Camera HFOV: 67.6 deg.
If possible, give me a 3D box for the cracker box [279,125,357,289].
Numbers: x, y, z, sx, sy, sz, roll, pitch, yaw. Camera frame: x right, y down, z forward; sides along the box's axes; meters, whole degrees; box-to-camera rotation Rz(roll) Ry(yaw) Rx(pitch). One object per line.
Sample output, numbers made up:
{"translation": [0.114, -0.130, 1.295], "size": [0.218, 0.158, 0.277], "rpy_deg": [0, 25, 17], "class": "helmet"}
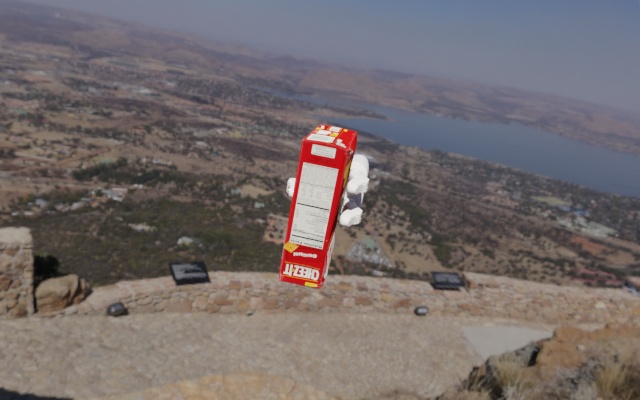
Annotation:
{"translation": [0.000, 0.002, 0.733], "size": [0.072, 0.214, 0.164], "rpy_deg": [12, 17, 5], "class": "cracker box"}
